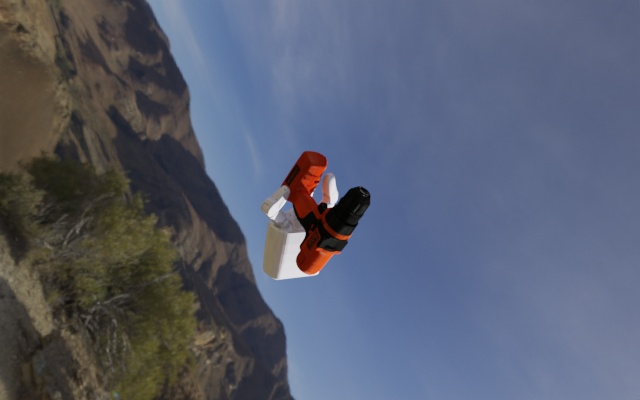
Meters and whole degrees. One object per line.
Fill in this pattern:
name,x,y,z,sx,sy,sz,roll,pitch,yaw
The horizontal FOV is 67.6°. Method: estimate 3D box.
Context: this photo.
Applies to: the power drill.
power drill,0.000,0.003,0.798,0.057,0.184,0.187,16,35,-33
